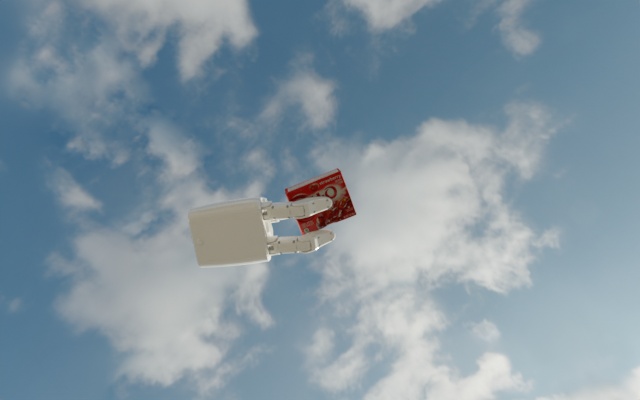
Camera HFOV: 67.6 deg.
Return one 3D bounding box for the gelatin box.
[{"bbox_3d":[0.000,0.002,0.716,0.089,0.073,0.030,-22,16,-1],"label":"gelatin box"}]
